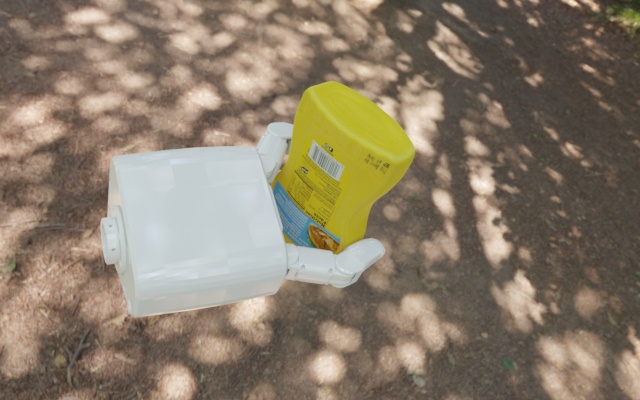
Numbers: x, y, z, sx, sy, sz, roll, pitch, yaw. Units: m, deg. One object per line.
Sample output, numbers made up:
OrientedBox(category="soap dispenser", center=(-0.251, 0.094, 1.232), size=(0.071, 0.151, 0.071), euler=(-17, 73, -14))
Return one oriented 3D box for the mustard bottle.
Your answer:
OrientedBox(category="mustard bottle", center=(0.000, 0.001, 0.416), size=(0.096, 0.192, 0.058), euler=(42, 44, 17))
